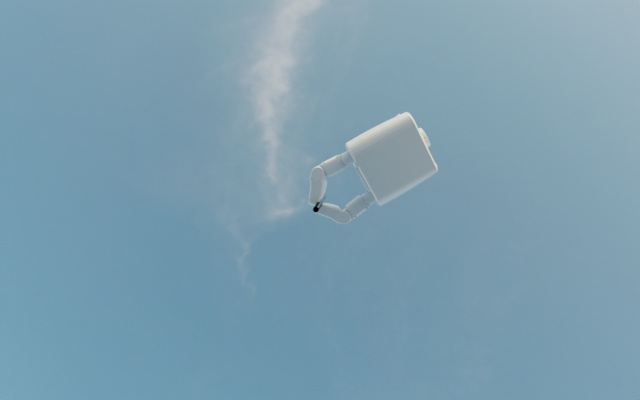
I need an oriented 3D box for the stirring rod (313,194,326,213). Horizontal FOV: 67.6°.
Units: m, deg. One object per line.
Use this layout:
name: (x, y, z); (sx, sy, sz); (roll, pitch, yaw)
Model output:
stirring rod: (0.000, 0.003, 0.766); (0.011, 0.011, 0.239); (0, 5, 3)
